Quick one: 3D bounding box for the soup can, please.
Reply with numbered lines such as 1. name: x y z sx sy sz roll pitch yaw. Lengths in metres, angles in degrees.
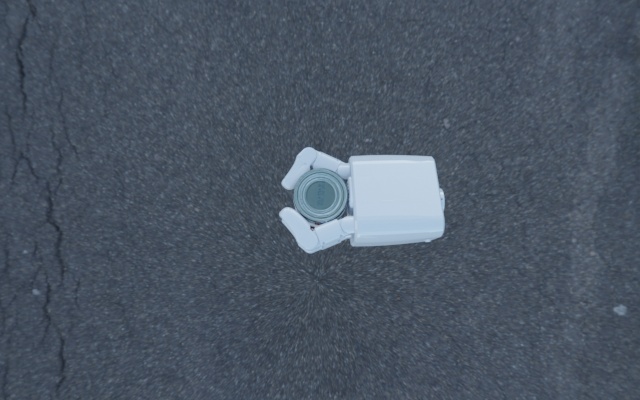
1. soup can: 0.000 0.002 0.613 0.068 0.068 0.102 0 -10 0
